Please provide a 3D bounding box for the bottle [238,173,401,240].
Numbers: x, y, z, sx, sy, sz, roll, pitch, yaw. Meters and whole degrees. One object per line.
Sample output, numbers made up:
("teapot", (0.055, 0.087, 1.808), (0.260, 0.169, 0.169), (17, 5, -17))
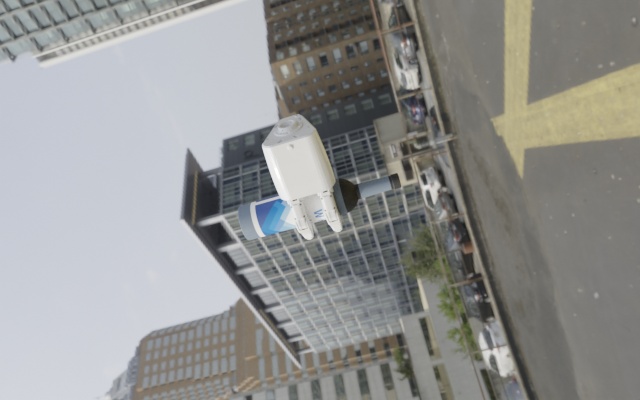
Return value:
("bottle", (0.000, 0.003, 0.869), (0.296, 0.069, 0.069), (-16, -2, 7))
